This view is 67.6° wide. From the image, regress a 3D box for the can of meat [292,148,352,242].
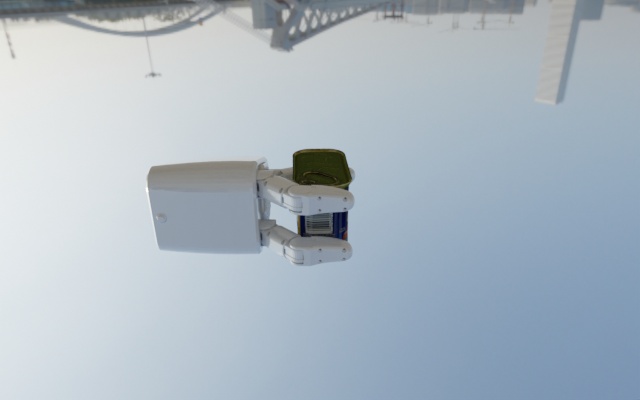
[{"bbox_3d":[0.000,0.002,0.503,0.057,0.084,0.102,-1,26,-3],"label":"can of meat"}]
